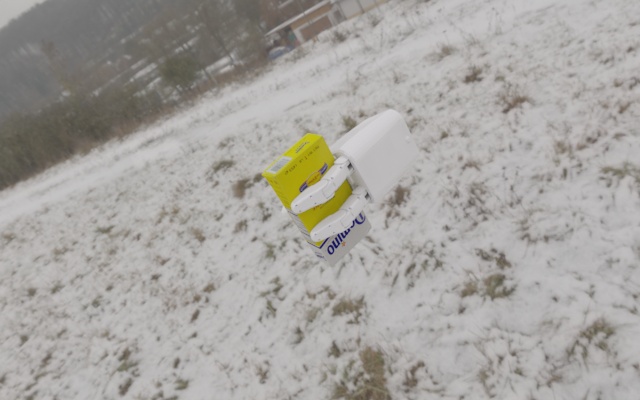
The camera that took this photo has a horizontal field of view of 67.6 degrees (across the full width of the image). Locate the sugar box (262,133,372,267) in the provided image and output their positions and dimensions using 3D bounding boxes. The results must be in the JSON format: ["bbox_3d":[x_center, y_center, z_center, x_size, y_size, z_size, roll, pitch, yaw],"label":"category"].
[{"bbox_3d":[0.000,0.002,0.686,0.093,0.176,0.048,-42,29,-18],"label":"sugar box"}]
